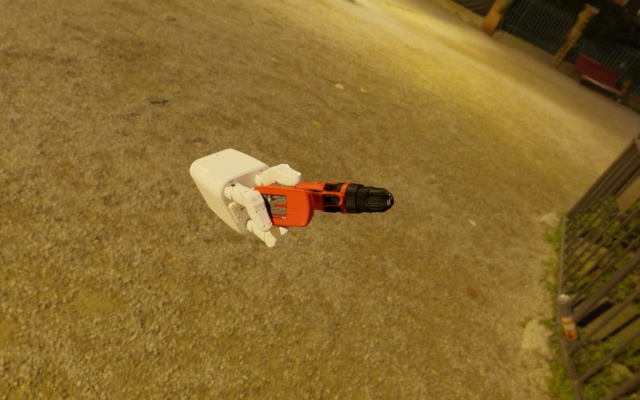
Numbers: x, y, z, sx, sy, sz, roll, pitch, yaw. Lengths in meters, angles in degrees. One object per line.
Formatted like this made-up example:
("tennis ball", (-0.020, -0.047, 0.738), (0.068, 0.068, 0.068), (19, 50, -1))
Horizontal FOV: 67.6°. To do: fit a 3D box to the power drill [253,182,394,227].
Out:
("power drill", (0.000, 0.002, 0.744), (0.184, 0.057, 0.187), (2, 5, 31))
